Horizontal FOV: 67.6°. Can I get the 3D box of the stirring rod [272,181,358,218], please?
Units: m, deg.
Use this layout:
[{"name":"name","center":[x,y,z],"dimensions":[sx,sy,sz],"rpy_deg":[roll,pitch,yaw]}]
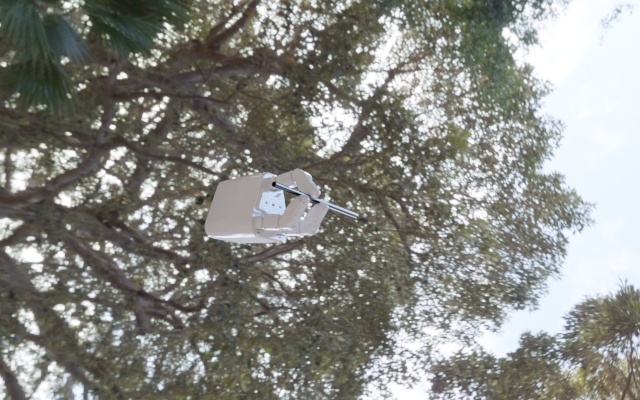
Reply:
[{"name":"stirring rod","center":[0.000,0.002,0.763],"dimensions":[0.011,0.011,0.239],"rpy_deg":[0,-12,33]}]
